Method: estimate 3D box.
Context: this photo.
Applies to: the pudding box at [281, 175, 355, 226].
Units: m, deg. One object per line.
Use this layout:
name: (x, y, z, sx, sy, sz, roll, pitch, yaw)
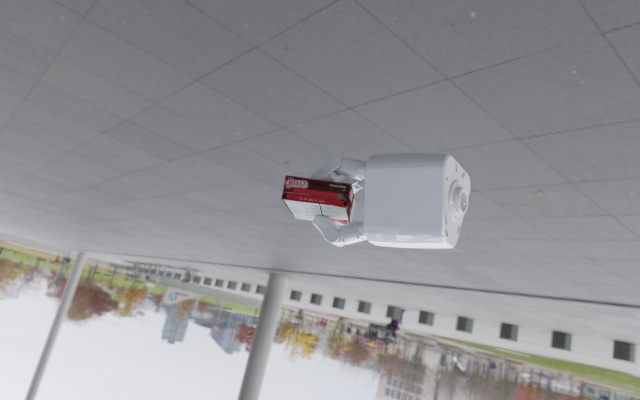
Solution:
pudding box: (0.000, 0.002, 0.672, 0.090, 0.039, 0.113, 9, -16, 9)
